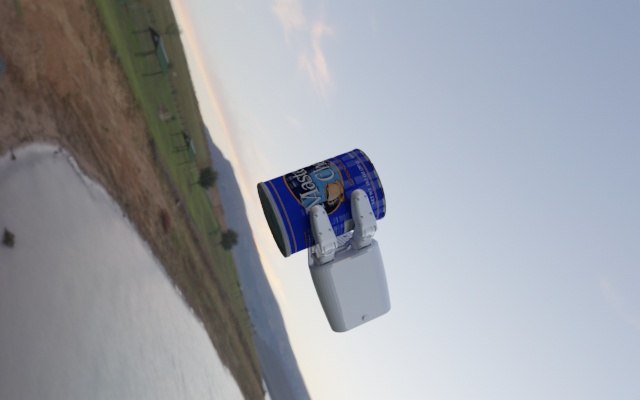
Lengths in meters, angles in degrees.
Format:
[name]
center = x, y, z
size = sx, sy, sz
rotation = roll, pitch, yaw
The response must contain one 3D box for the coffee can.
[coffee can]
center = 0.000, 0.002, 0.626
size = 0.140, 0.103, 0.103
rotation = -21, 5, -13
